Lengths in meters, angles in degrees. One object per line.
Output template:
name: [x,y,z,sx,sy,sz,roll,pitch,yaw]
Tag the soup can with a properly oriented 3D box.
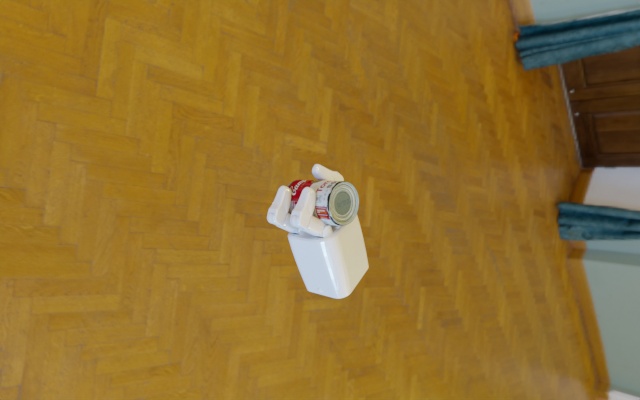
soup can: [0.000,0.002,0.734,0.068,0.068,0.102,0,3,-44]
